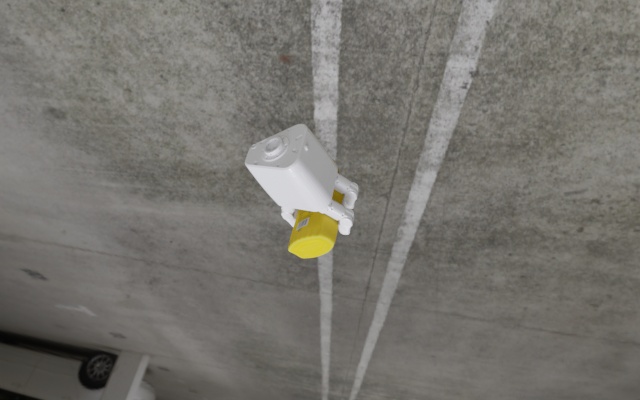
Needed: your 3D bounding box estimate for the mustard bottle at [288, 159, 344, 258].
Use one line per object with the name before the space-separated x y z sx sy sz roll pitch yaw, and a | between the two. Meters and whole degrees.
mustard bottle | 0.000 0.003 0.843 0.058 0.191 0.096 31 -38 -25
